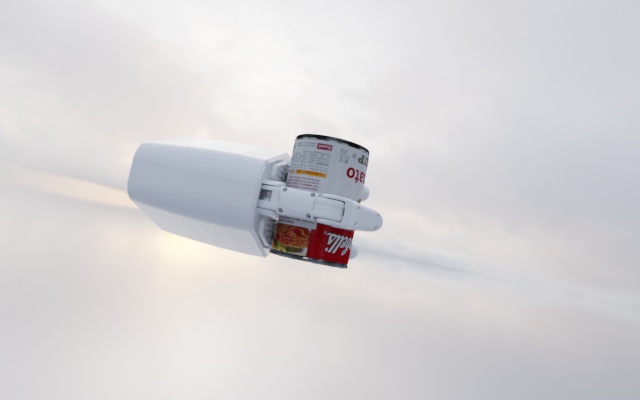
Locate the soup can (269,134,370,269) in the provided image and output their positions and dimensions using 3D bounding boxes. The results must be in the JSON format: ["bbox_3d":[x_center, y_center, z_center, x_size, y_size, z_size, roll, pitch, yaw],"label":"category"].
[{"bbox_3d":[0.001,0.001,0.408,0.068,0.102,0.068,12,-5,1],"label":"soup can"}]
